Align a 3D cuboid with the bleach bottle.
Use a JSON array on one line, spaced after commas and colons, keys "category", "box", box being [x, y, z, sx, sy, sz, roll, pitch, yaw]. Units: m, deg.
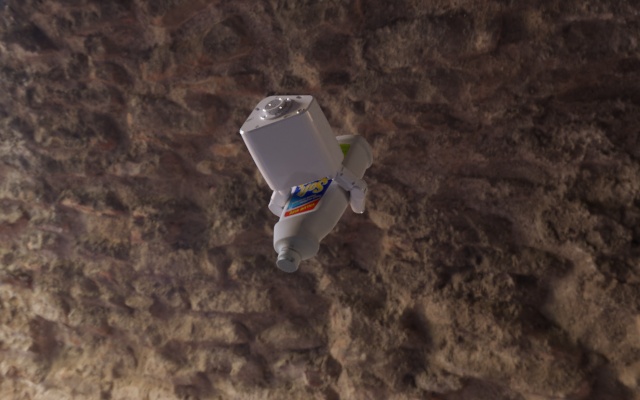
[{"category": "bleach bottle", "box": [0.000, 0.002, 0.725, 0.102, 0.068, 0.250, -4, 42, 28]}]
